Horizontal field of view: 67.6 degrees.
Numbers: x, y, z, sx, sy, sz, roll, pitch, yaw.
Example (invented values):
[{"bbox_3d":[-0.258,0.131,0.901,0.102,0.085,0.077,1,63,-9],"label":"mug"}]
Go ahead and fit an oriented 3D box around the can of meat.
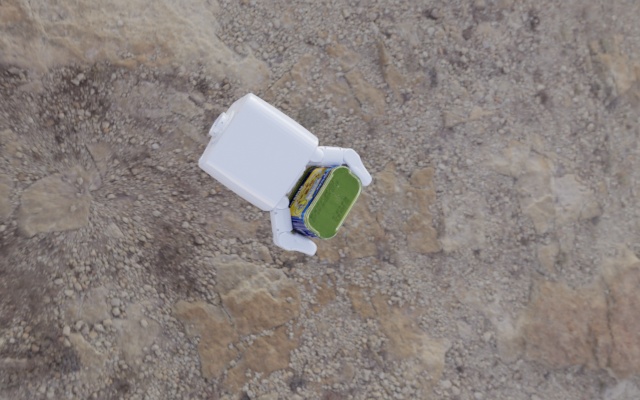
[{"bbox_3d":[0.000,0.002,0.640,0.057,0.102,0.084,37,-15,-22],"label":"can of meat"}]
